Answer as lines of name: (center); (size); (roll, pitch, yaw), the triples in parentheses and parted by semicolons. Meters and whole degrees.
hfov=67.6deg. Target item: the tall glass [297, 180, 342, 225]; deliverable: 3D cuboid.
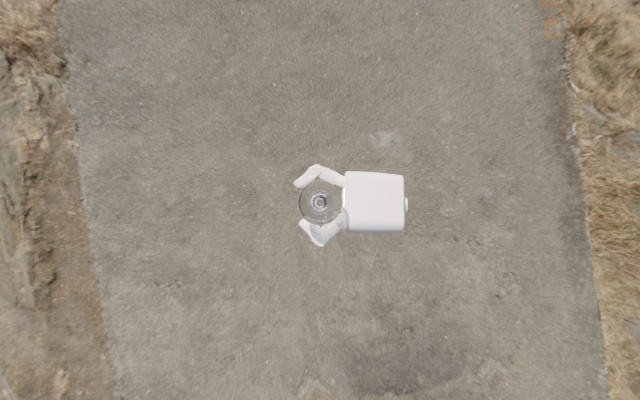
tall glass: (0.000, 0.003, 0.882); (0.079, 0.079, 0.201); (0, 1, 0)
